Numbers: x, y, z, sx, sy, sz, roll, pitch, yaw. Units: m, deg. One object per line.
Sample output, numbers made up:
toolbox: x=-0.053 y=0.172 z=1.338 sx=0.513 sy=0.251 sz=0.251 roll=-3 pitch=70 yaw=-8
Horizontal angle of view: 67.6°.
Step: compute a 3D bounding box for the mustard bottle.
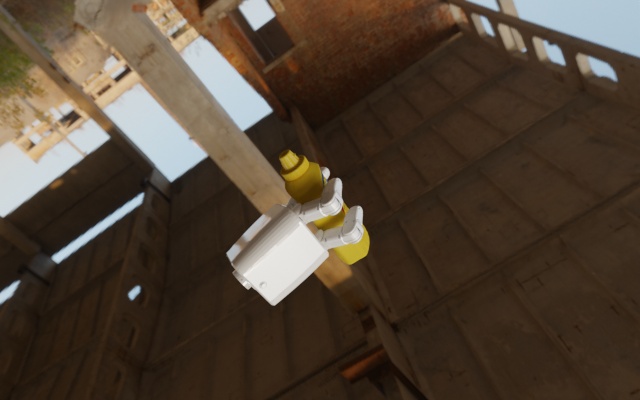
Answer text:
mustard bottle: x=0.001 y=0.002 z=0.696 sx=0.058 sy=0.192 sz=0.096 roll=-31 pitch=31 yaw=12
